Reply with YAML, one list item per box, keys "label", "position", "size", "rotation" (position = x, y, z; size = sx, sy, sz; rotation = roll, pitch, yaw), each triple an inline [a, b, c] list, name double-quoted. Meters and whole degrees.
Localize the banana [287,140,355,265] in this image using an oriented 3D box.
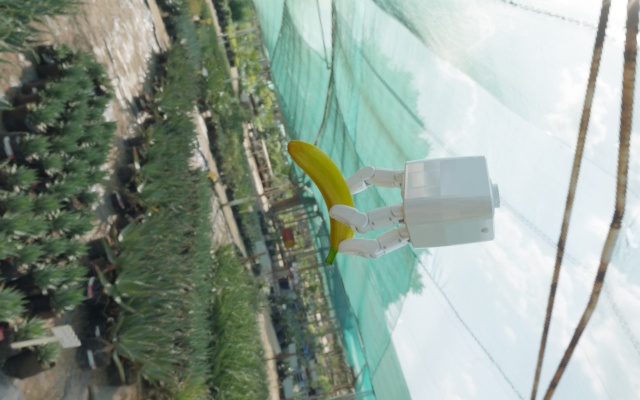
- label: "banana"
  position: [0.011, -0.006, 0.645]
  size: [0.037, 0.198, 0.069]
  rotation: [6, 38, 37]
